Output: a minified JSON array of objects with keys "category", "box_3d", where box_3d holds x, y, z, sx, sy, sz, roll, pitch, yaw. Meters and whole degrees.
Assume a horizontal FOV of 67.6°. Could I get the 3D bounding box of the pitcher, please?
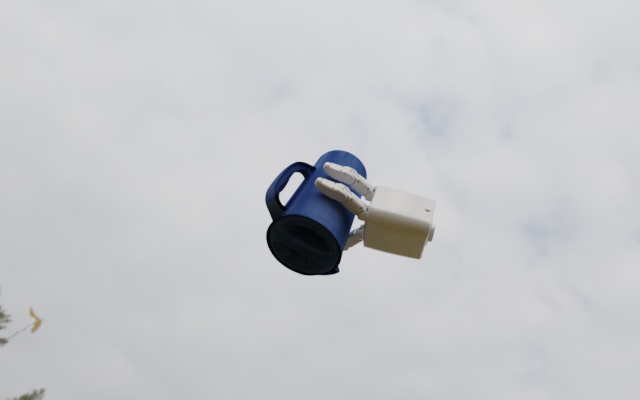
[{"category":"pitcher","box_3d":[0.000,0.003,0.867,0.145,0.149,0.242,14,40,12]}]
